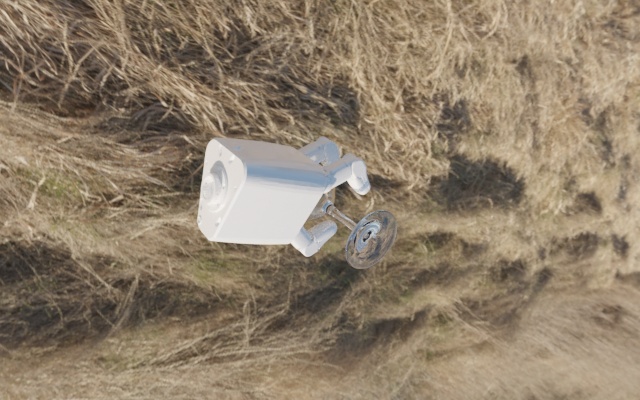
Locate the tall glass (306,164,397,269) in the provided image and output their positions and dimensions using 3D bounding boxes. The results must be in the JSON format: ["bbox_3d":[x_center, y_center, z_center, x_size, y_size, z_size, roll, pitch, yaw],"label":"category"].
[{"bbox_3d":[0.001,0.002,0.599,0.079,0.079,0.201,0,25,-39],"label":"tall glass"}]
